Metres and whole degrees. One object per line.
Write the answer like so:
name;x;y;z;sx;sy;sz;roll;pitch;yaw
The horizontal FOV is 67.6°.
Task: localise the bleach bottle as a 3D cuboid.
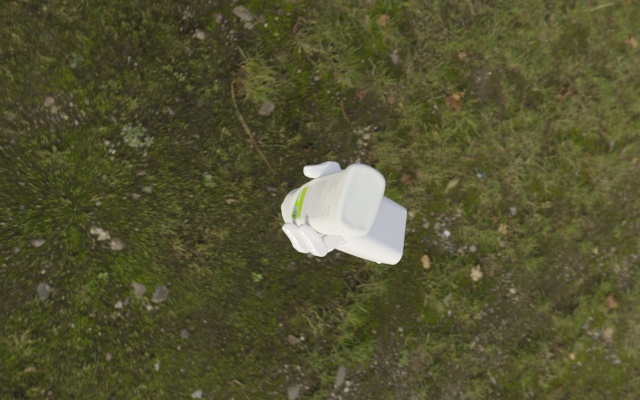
bleach bottle;0.000;0.003;0.772;0.068;0.102;0.251;23;-11;-25
